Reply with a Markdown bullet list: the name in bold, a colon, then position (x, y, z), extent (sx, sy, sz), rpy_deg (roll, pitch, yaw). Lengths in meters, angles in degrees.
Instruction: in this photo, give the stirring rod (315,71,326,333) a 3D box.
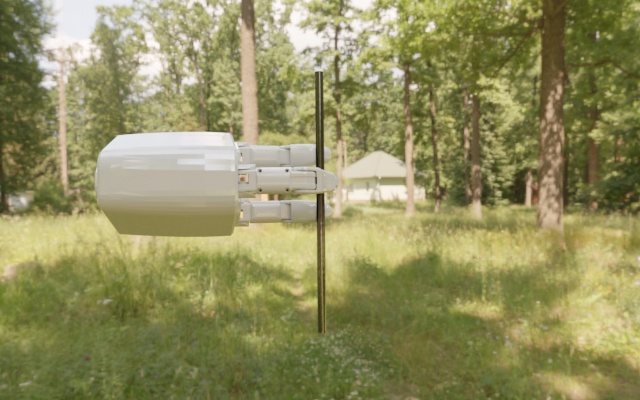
- **stirring rod**: position (0.000, 0.002, 0.442), extent (0.011, 0.239, 0.011), rpy_deg (-1, 0, 0)
